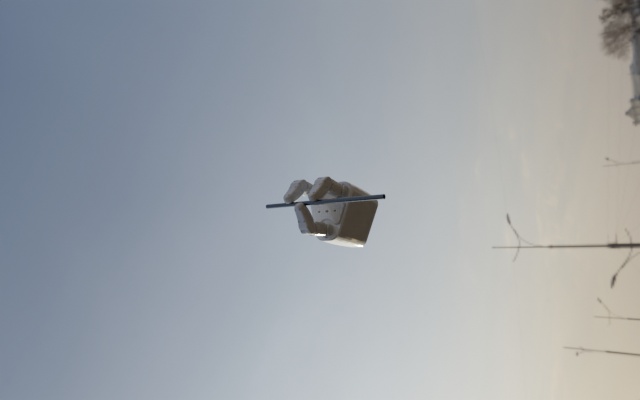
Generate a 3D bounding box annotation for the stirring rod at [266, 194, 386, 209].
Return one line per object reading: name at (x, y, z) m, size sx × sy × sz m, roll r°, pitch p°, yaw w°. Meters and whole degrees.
stirring rod at (0.000, 0.003, 0.795) m, size 0.239 × 0.011 × 0.011 m, roll -5°, pitch -3°, yaw 36°
